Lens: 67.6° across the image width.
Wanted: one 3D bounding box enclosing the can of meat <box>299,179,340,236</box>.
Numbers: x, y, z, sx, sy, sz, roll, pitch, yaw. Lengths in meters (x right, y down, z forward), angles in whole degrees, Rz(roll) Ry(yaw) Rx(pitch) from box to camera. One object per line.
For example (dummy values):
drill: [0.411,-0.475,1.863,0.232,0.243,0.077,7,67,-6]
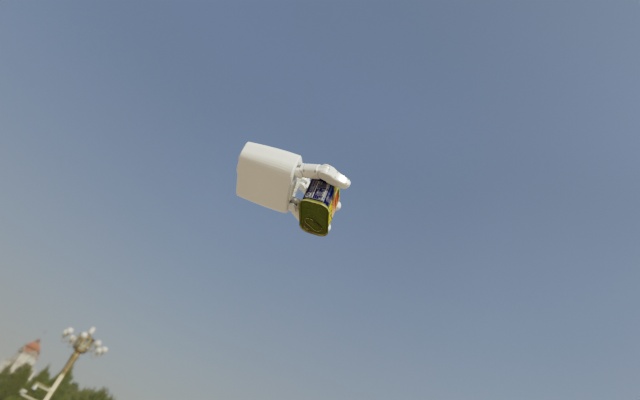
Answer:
can of meat: [0.000,0.003,0.890,0.057,0.084,0.102,15,-36,10]
